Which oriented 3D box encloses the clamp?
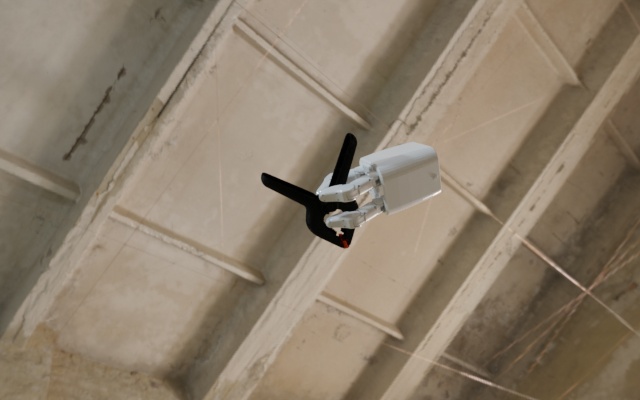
[{"bbox_3d":[0.000,0.003,0.806,0.164,0.210,0.036,-19,34,-5],"label":"clamp"}]
